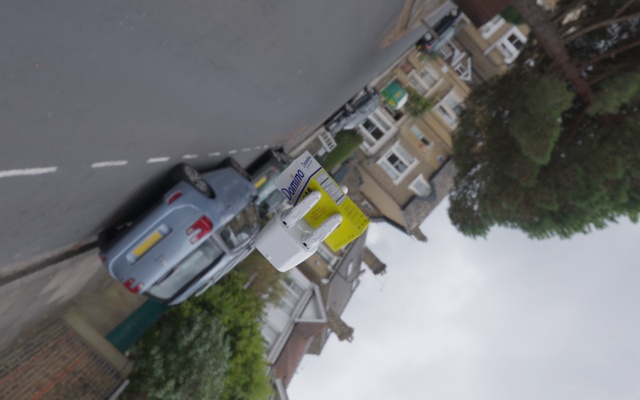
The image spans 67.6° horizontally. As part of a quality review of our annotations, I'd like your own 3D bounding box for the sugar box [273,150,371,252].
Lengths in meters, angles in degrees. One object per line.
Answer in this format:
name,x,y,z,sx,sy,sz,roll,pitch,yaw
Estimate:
sugar box,0.000,0.003,0.868,0.048,0.176,0.093,-47,4,-42
